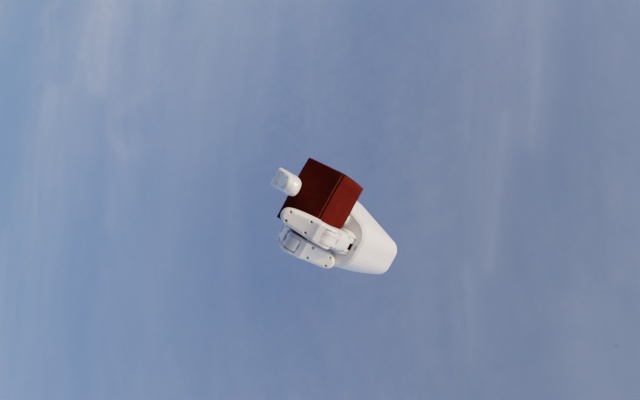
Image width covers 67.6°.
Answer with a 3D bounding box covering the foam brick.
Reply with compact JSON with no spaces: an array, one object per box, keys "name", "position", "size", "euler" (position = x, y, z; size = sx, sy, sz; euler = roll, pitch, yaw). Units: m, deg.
[{"name":"foam brick","position":[0.000,0.001,0.528],"size":[0.053,0.078,0.051],"euler":[31,3,35]}]
